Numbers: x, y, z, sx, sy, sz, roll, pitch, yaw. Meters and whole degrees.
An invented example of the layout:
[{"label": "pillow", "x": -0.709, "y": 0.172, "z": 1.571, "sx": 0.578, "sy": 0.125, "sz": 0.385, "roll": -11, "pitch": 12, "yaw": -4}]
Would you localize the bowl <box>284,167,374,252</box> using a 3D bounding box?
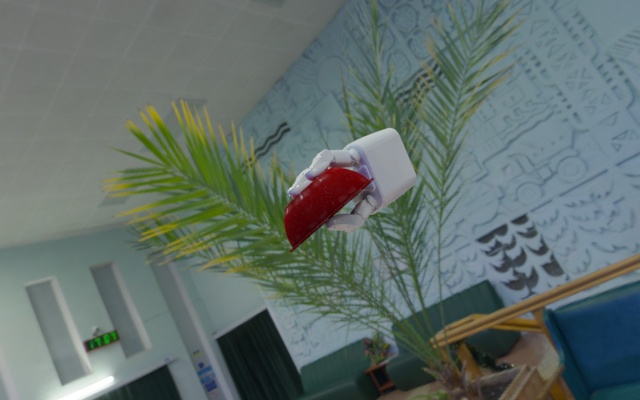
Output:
[{"label": "bowl", "x": -0.001, "y": 0.002, "z": 0.692, "sx": 0.162, "sy": 0.055, "sz": 0.162, "roll": -42, "pitch": -1, "yaw": -1}]
